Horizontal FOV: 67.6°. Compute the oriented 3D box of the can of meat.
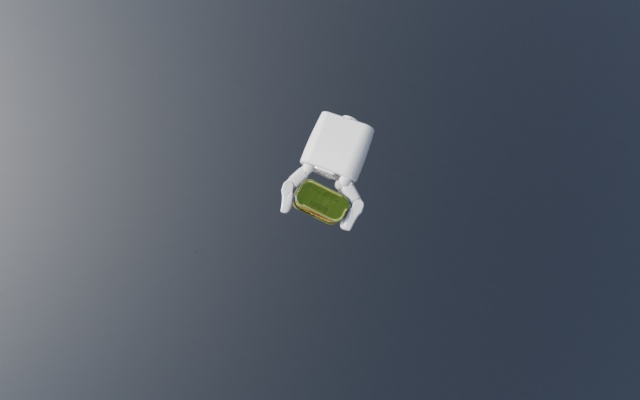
[{"bbox_3d":[0.000,0.003,0.889,0.102,0.057,0.084,26,-6,-3],"label":"can of meat"}]
